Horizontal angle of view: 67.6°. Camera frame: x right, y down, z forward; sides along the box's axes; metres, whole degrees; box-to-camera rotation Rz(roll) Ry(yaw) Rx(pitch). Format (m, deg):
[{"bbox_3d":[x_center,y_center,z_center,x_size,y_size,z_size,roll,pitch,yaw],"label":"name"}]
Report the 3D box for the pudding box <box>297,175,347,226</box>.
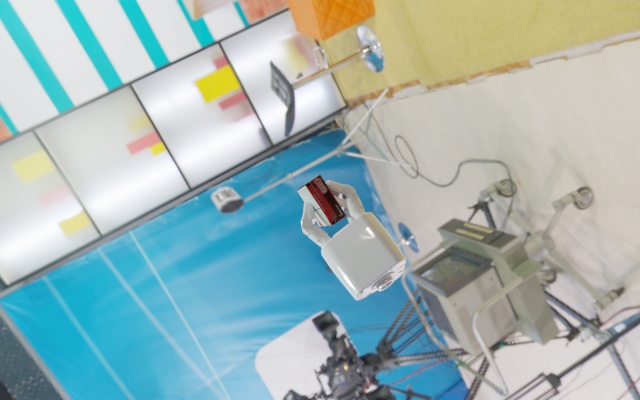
[{"bbox_3d":[0.000,0.003,0.897,0.039,0.090,0.113,-32,2,-13],"label":"pudding box"}]
